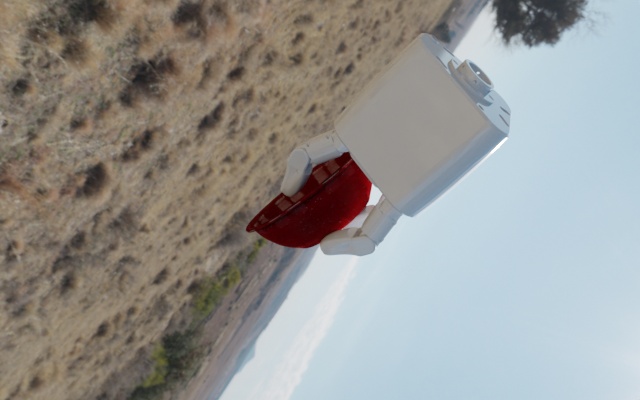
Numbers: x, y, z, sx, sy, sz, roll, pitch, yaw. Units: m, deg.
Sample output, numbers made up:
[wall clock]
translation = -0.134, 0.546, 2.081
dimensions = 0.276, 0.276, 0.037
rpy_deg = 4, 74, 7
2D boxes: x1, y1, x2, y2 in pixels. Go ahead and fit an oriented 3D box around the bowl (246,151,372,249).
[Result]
[bowl]
translation = 0.000, 0.002, 0.511
dimensions = 0.162, 0.055, 0.162
rpy_deg = -36, 10, 7
